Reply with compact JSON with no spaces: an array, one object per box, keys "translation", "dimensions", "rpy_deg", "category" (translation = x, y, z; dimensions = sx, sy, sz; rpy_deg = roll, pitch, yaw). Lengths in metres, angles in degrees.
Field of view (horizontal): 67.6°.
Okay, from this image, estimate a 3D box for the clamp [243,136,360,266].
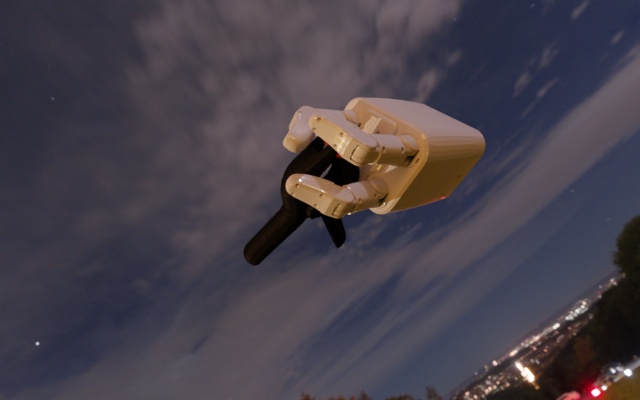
[{"translation":[0.000,0.001,0.482],"dimensions":[0.120,0.039,0.171],"rpy_deg":[-7,-39,-40],"category":"clamp"}]
